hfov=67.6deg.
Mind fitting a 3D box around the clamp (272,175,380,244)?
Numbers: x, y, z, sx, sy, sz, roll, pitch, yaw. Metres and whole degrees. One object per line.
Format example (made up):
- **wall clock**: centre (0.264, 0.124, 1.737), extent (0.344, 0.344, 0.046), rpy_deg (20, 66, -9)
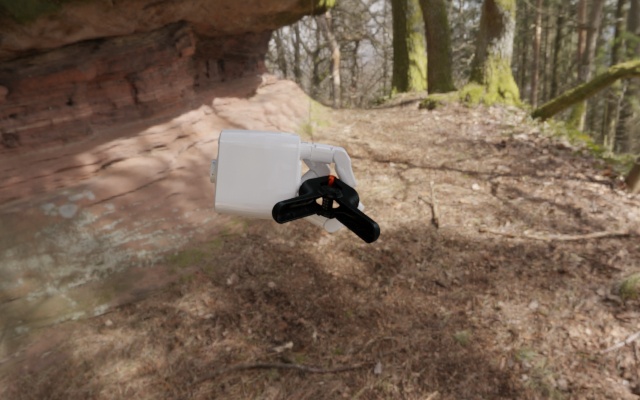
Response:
- **clamp**: centre (0.000, 0.001, 0.585), extent (0.120, 0.039, 0.171), rpy_deg (15, 15, -11)
